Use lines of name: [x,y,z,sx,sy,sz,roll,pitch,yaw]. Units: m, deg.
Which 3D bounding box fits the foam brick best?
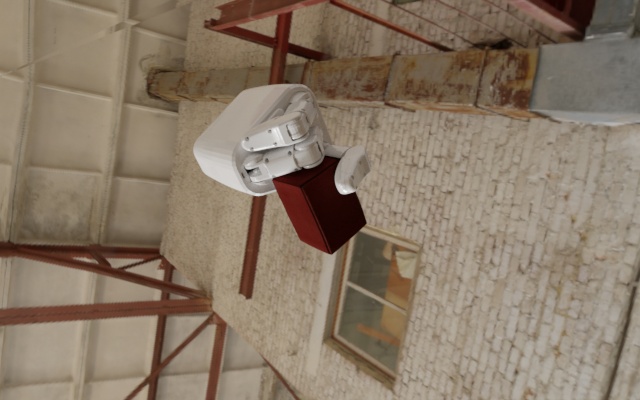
foam brick: [0.000,0.002,0.458,0.053,0.078,0.051,-37,30,-26]
